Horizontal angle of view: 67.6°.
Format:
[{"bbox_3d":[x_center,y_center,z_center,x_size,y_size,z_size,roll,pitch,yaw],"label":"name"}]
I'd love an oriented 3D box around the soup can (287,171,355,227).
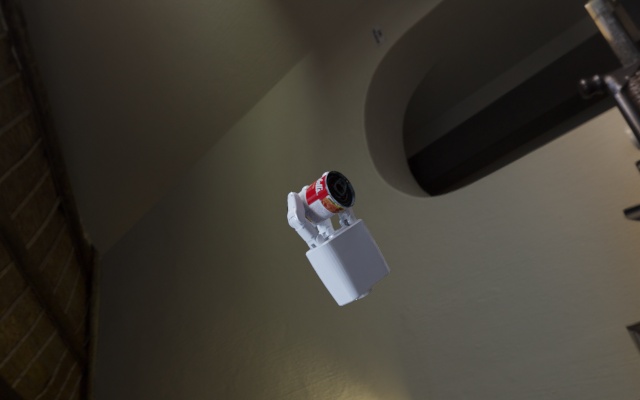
[{"bbox_3d":[0.000,0.002,0.814,0.102,0.068,0.068,-33,-21,37],"label":"soup can"}]
